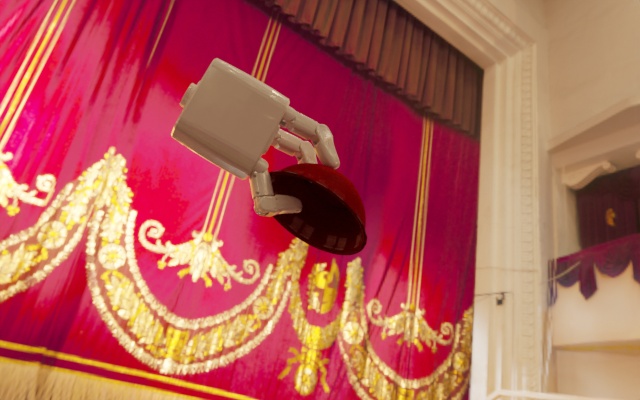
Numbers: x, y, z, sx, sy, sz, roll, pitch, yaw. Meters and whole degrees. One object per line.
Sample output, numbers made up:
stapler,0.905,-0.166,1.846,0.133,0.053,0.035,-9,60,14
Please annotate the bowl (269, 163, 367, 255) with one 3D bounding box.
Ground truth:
bowl,0.001,0.003,0.637,0.162,0.055,0.162,25,-31,16
